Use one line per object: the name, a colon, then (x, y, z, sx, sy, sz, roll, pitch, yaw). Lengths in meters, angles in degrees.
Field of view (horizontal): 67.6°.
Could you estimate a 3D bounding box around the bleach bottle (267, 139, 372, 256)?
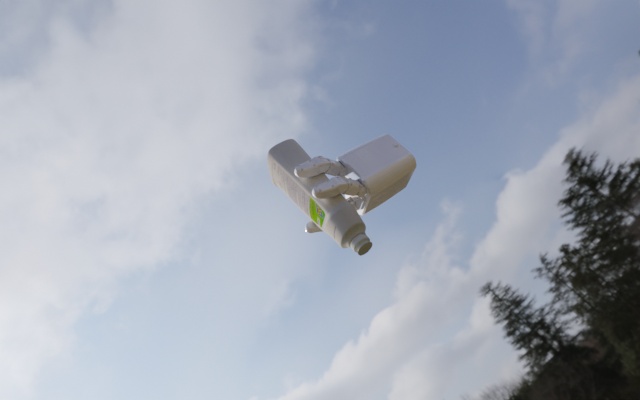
bleach bottle: (0.000, 0.003, 0.807, 0.068, 0.103, 0.250, -29, 54, -18)
